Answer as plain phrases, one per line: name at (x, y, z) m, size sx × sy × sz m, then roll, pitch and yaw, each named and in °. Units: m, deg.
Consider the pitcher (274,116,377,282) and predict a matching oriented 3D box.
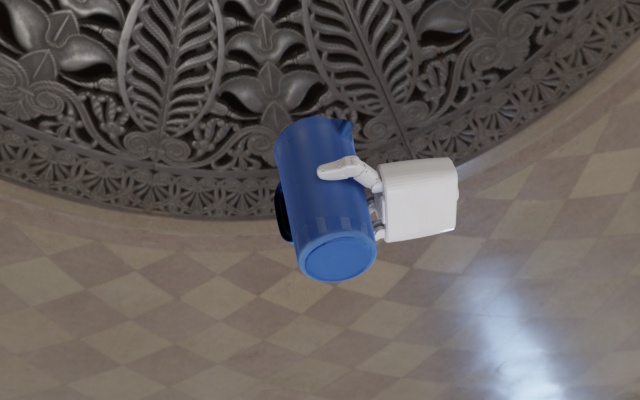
pitcher at (0.000, 0.002, 0.715) m, size 0.145 × 0.242 × 0.149 m, roll -8°, pitch -44°, yaw -3°
